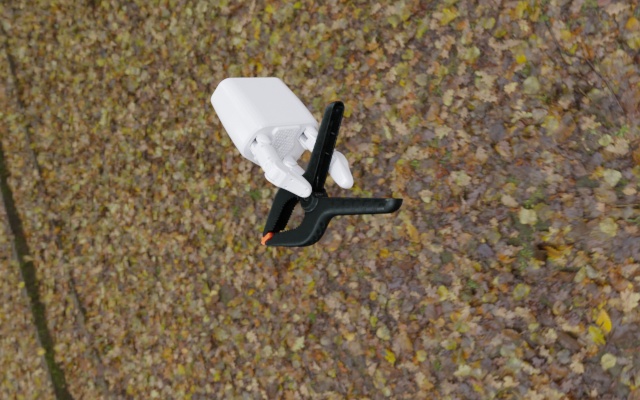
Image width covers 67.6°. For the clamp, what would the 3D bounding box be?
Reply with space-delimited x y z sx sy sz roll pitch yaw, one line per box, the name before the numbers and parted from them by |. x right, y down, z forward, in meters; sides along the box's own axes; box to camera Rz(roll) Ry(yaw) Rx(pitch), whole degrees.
clamp | -0.001 0.002 0.605 0.036 0.164 0.210 7 -49 -49
